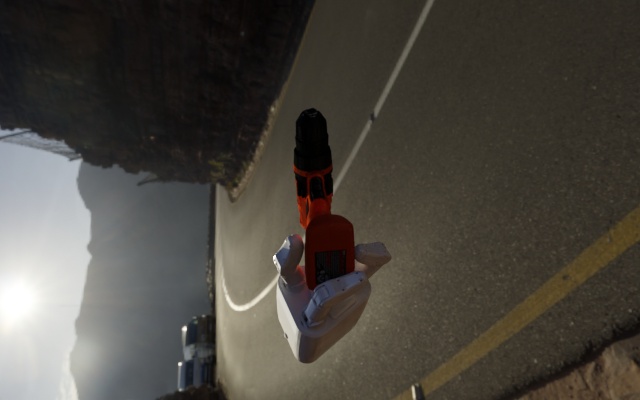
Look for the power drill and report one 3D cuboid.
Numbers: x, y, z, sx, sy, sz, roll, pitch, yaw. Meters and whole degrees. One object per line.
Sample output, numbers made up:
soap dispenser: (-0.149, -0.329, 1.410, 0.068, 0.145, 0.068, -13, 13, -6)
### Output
power drill: (0.000, 0.002, 0.590, 0.057, 0.185, 0.187, -6, 36, -3)
